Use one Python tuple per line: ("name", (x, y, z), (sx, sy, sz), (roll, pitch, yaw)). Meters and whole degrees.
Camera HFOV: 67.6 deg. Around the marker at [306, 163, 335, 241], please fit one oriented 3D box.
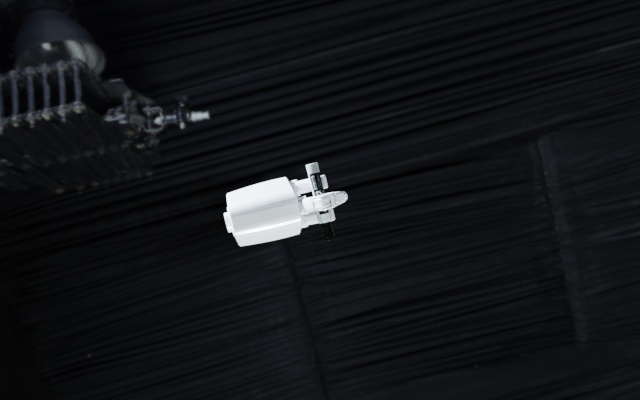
("marker", (0.000, 0.002, 0.735), (0.020, 0.121, 0.020), (-13, 3, 1))
